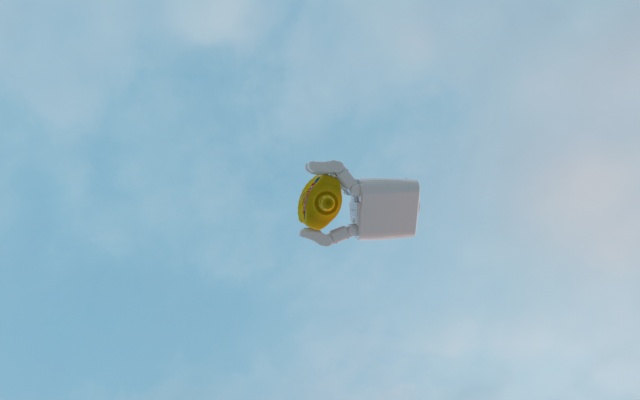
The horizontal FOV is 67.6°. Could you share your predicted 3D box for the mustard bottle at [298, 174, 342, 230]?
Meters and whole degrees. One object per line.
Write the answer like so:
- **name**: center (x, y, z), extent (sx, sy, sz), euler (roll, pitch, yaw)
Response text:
- **mustard bottle**: center (0.000, 0.003, 0.830), extent (0.058, 0.096, 0.191), euler (22, -2, -8)
